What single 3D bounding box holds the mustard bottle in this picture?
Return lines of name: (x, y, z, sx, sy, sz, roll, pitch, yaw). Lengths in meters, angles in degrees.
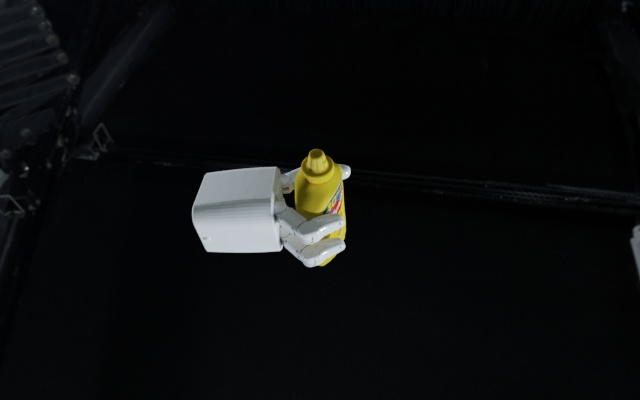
mustard bottle: (0.000, 0.002, 0.650, 0.058, 0.096, 0.192, 17, -35, 17)
